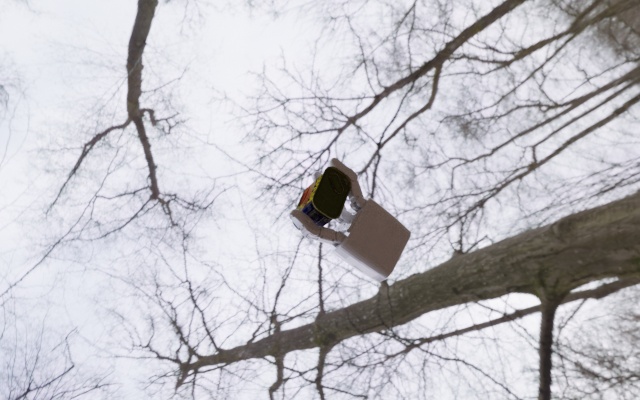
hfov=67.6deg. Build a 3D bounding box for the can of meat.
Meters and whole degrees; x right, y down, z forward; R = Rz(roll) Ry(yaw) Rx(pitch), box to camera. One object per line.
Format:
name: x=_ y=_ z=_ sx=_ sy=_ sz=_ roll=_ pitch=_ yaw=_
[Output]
can of meat: x=0.000 y=0.003 z=0.839 sx=0.057 sy=0.102 sz=0.084 roll=34 pitch=-40 yaw=-14
